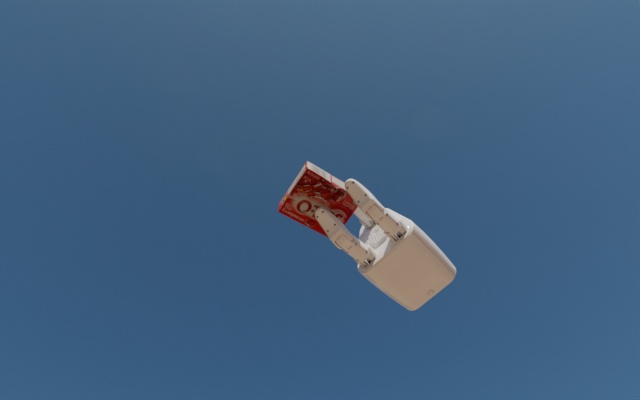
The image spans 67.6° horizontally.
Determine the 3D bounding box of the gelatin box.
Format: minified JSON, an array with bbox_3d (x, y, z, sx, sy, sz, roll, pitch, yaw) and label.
[{"bbox_3d":[0.000,0.002,0.635,0.089,0.073,0.030,29,21,-16],"label":"gelatin box"}]
